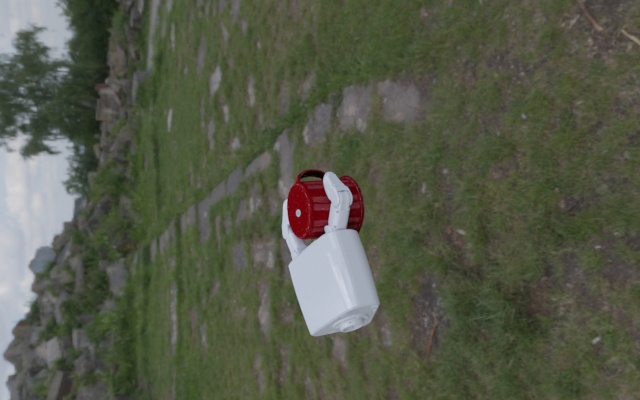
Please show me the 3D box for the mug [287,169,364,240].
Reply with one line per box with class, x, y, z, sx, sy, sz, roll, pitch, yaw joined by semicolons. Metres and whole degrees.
mug;0.000;0.001;0.685;0.081;0.117;0.093;-4;-33;-27
